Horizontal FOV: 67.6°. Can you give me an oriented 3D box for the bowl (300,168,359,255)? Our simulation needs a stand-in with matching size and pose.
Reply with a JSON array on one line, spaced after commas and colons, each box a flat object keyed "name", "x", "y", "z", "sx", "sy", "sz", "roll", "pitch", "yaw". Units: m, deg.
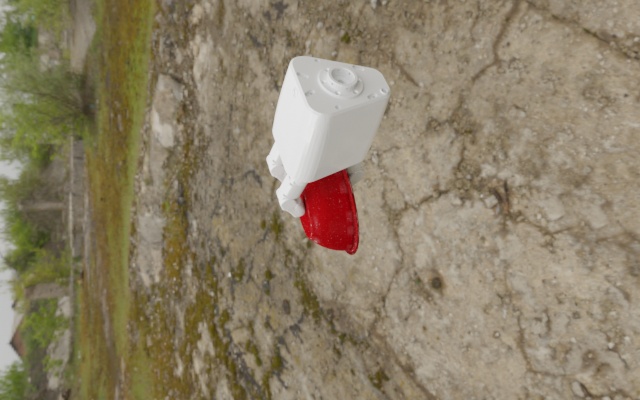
[{"name": "bowl", "x": 0.000, "y": 0.003, "z": 0.655, "sx": 0.055, "sy": 0.162, "sz": 0.162, "roll": -14, "pitch": 3, "yaw": -11}]
